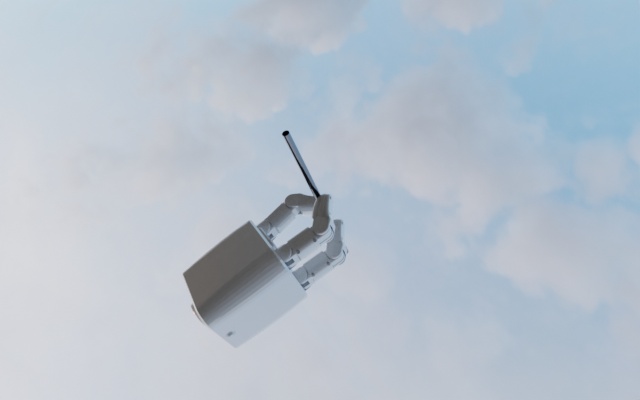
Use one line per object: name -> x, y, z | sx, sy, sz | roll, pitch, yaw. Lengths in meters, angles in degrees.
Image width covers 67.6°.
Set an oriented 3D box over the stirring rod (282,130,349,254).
stirring rod -> 0.000, 0.002, 0.570 | 0.011, 0.011, 0.240 | 0, -35, 21
